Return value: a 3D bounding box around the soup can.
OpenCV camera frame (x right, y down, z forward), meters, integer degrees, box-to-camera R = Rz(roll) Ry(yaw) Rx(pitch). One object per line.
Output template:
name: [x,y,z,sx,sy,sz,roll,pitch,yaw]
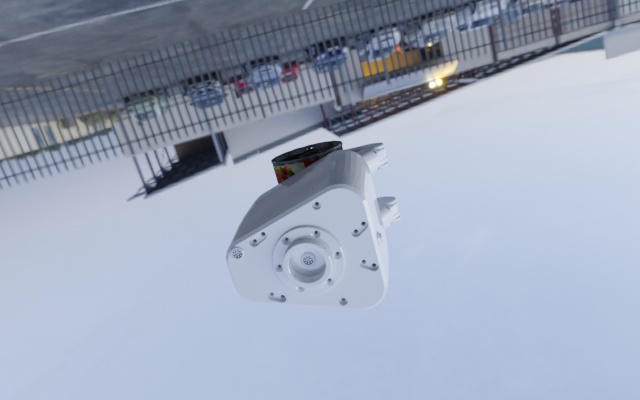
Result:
soup can: [0.000,0.002,0.453,0.068,0.102,0.068,-14,15,4]
